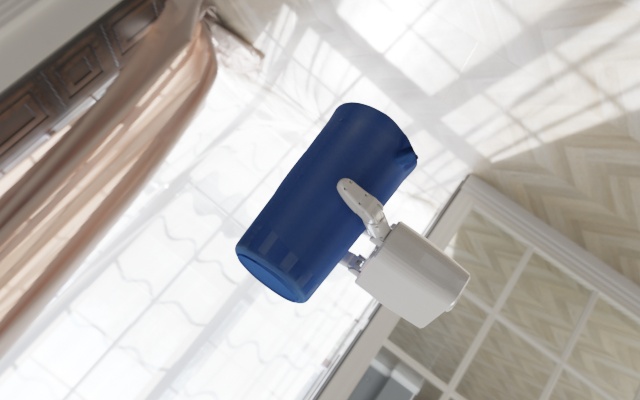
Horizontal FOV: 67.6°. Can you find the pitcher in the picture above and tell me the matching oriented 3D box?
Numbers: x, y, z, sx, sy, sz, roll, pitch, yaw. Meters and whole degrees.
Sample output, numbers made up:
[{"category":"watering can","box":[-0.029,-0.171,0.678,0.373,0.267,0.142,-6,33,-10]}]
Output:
[{"category":"pitcher","box":[0.000,0.002,0.607,0.145,0.242,0.149,36,-21,7]}]
